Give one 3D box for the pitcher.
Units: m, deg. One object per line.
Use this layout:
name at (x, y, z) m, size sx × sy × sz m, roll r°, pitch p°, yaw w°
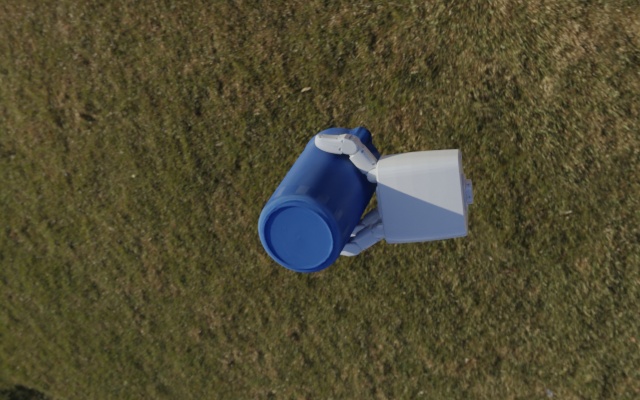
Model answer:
pitcher at (0.000, 0.002, 0.675) m, size 0.145 × 0.149 × 0.242 m, roll -7°, pitch 23°, yaw 20°
